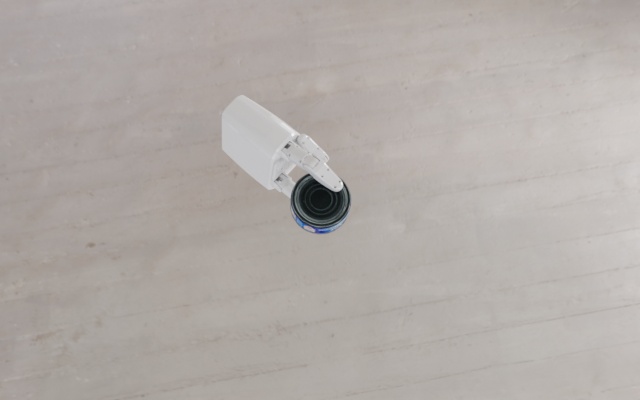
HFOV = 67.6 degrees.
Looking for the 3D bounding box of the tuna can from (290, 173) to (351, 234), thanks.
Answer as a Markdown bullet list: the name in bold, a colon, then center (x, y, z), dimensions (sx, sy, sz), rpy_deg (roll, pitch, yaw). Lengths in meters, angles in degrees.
- **tuna can**: center (0.000, 0.002, 0.672), dimensions (0.086, 0.086, 0.034), rpy_deg (0, -18, -3)
